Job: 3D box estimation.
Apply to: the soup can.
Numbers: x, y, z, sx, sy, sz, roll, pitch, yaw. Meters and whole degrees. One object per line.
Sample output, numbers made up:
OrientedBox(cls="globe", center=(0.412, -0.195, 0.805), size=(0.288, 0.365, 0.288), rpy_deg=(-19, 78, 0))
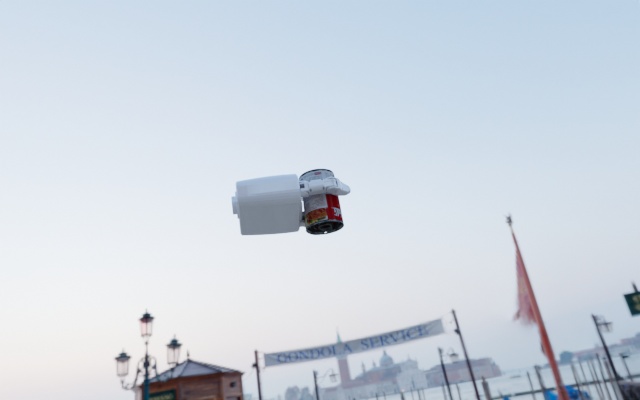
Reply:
OrientedBox(cls="soup can", center=(0.001, 0.002, 0.853), size=(0.068, 0.102, 0.068), rpy_deg=(-8, -23, -3))
